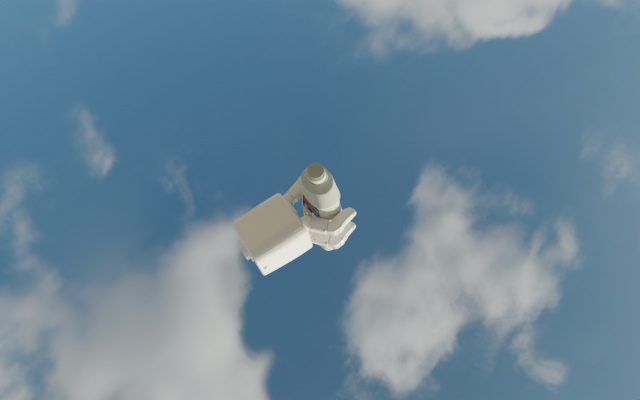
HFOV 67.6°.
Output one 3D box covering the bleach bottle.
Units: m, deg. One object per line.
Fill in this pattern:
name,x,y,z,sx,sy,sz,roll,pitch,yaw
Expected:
bleach bottle,0.000,0.003,0.878,0.068,0.102,0.251,-32,-26,-10
